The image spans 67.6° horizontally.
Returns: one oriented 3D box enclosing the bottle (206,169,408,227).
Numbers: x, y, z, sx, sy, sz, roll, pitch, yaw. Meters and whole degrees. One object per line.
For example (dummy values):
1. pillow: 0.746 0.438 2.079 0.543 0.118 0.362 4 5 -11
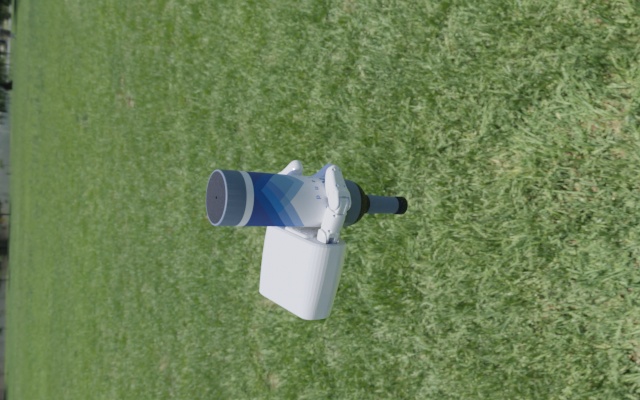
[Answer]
1. bottle: 0.000 0.002 0.638 0.296 0.069 0.069 3 -2 -34
